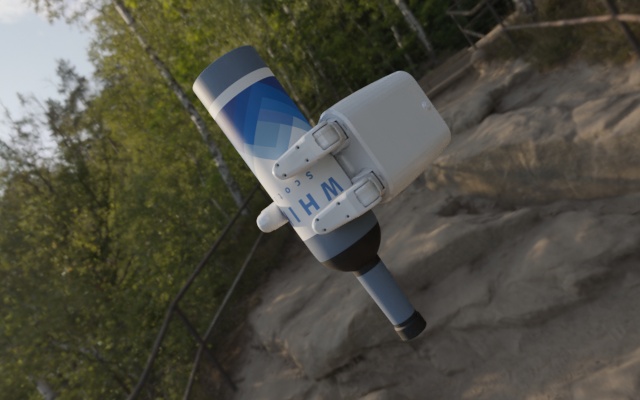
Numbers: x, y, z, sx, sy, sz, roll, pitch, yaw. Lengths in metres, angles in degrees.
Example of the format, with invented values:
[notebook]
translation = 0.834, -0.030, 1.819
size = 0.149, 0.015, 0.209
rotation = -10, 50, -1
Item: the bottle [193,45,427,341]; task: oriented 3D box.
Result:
[bottle]
translation = 0.000, 0.001, 0.432
size = 0.069, 0.296, 0.069
rotation = -36, 2, 2
